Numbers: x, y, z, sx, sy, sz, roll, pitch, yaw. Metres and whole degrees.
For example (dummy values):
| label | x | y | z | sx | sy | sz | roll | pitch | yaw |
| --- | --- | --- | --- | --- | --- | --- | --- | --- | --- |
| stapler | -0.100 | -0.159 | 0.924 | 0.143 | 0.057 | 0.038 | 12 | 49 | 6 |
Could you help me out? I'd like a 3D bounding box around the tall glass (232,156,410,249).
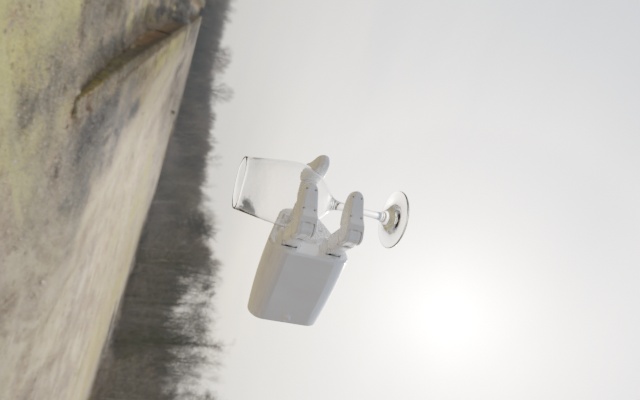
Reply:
| label | x | y | z | sx | sy | sz | roll | pitch | yaw |
| --- | --- | --- | --- | --- | --- | --- | --- | --- | --- |
| tall glass | 0.001 | 0.002 | 0.569 | 0.201 | 0.079 | 0.079 | 14 | -5 | -18 |
